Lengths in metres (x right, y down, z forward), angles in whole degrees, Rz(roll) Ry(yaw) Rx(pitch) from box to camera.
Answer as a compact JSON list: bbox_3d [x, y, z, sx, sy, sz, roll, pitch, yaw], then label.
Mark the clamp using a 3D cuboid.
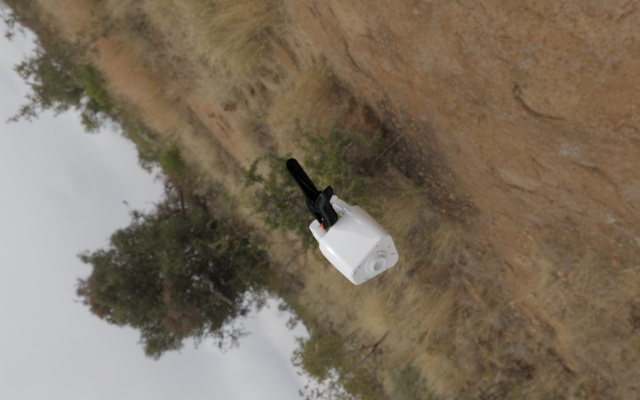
[{"bbox_3d":[0.000,0.003,0.892,0.039,0.172,0.120,-38,44,-8],"label":"clamp"}]
